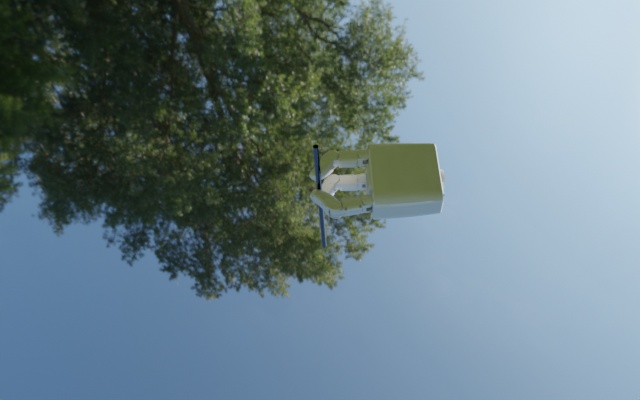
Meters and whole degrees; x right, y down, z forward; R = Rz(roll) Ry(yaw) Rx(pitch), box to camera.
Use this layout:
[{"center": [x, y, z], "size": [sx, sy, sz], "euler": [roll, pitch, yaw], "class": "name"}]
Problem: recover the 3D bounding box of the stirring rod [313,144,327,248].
[{"center": [0.000, 0.002, 0.762], "size": [0.011, 0.011, 0.240], "euler": [0, -41, 4], "class": "stirring rod"}]
